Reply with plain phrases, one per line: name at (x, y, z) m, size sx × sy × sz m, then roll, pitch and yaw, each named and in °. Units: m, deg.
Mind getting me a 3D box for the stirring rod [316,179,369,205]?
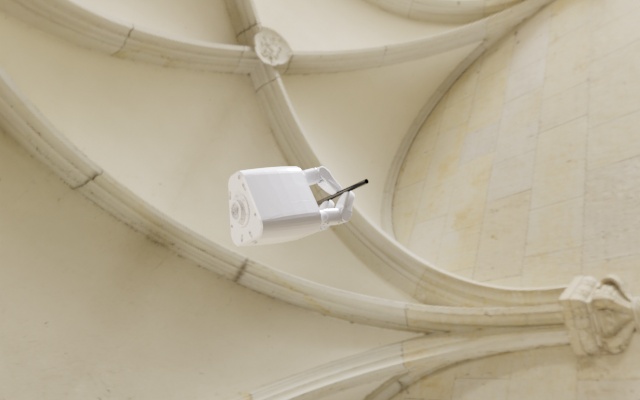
stirring rod at (0.000, 0.003, 0.829) m, size 0.011 × 0.011 × 0.239 m, roll 0°, pitch -16°, yaw -38°
